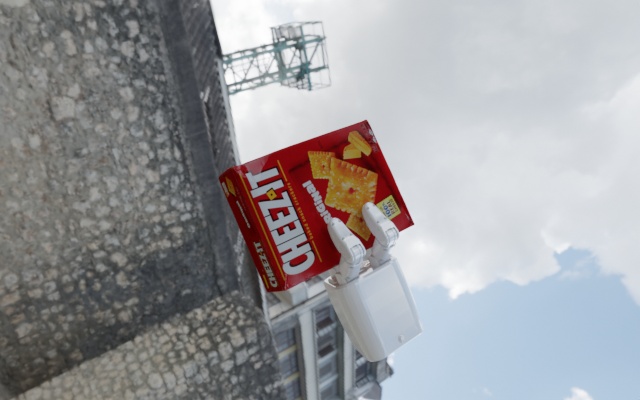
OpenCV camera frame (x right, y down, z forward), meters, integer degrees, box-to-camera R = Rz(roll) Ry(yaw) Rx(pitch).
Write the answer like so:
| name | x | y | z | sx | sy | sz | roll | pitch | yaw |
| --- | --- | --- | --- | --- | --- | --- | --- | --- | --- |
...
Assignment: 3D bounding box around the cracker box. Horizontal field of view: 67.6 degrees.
| name | x | y | z | sx | sy | sz | roll | pitch | yaw |
| --- | --- | --- | --- | --- | --- | --- | --- | --- | --- |
| cracker box | 0.000 | 0.002 | 0.632 | 0.213 | 0.164 | 0.072 | -23 | 0 | -28 |
